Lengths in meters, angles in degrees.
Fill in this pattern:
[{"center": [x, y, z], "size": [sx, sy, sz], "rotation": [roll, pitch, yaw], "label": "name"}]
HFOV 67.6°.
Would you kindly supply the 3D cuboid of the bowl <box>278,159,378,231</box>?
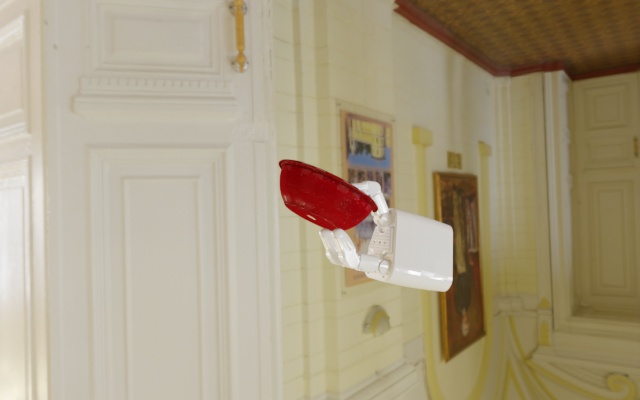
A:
[{"center": [-0.001, 0.002, 0.698], "size": [0.162, 0.055, 0.162], "rotation": [26, -10, 5], "label": "bowl"}]
